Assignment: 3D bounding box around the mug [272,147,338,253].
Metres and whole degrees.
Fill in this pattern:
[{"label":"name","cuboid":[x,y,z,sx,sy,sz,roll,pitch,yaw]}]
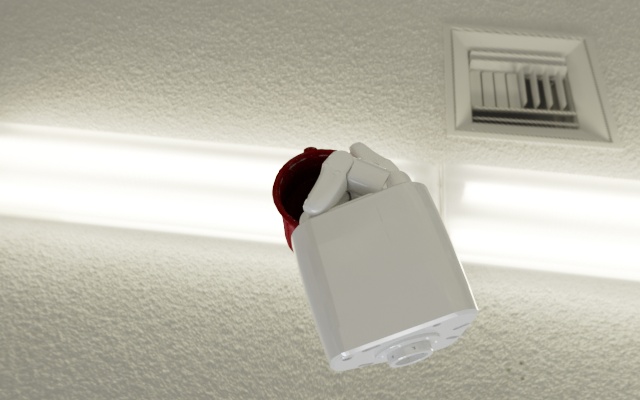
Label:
[{"label":"mug","cuboid":[0.000,0.000,0.468,0.093,0.117,0.082,-13,-32,-8]}]
